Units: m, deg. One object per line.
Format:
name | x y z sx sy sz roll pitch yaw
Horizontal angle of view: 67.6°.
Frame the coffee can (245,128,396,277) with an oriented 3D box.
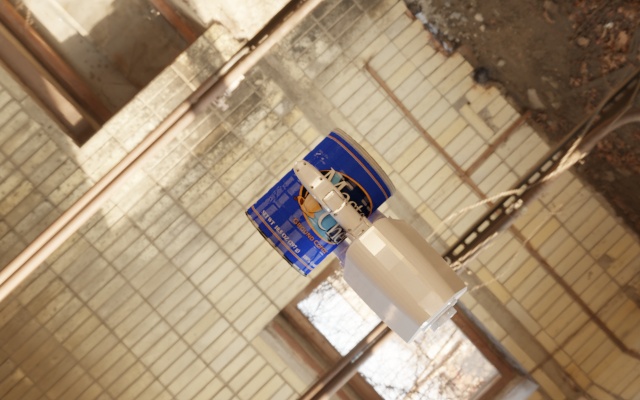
coffee can | 0.000 0.002 0.544 0.140 0.103 0.103 -43 1 -2
